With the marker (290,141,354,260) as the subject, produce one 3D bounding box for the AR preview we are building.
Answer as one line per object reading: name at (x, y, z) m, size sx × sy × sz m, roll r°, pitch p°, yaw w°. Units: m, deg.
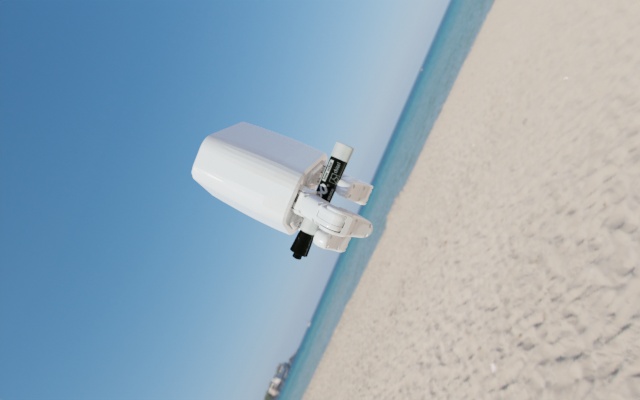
marker at (0.000, 0.002, 0.464) m, size 0.020 × 0.121 × 0.020 m, roll 23°, pitch 6°, yaw -2°
